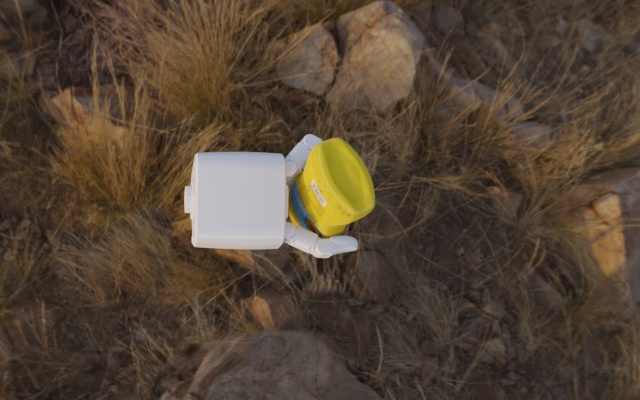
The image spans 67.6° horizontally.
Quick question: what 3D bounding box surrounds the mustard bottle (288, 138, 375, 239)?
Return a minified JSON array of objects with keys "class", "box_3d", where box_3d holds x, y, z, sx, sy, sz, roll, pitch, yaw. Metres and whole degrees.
[{"class":"mustard bottle","box_3d":[0.000,0.002,0.613,0.058,0.096,0.192,-25,-10,-25]}]
